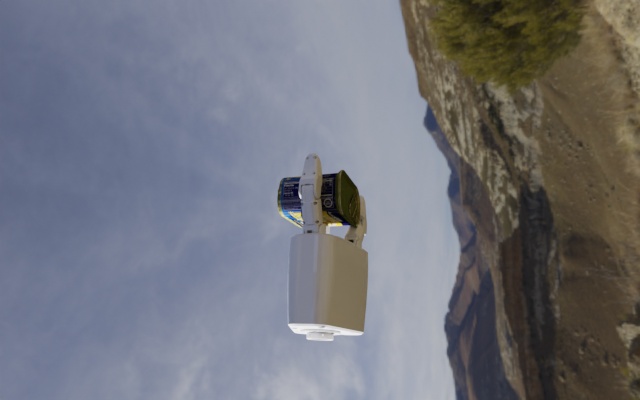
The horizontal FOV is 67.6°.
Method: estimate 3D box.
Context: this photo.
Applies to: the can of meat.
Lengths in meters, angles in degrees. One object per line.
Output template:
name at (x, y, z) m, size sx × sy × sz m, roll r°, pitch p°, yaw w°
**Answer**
can of meat at (0.000, 0.002, 0.628) m, size 0.084 × 0.057 × 0.102 m, roll -4°, pitch -18°, yaw 18°
